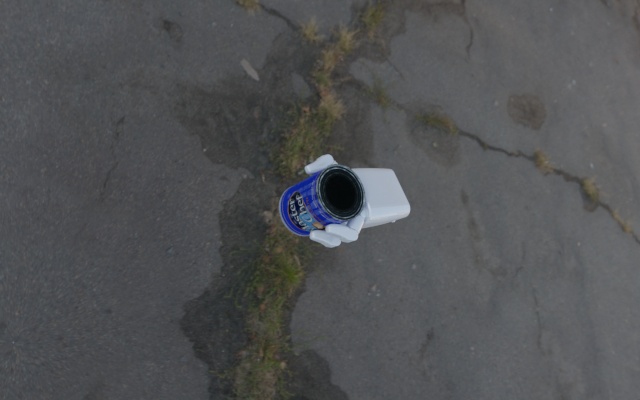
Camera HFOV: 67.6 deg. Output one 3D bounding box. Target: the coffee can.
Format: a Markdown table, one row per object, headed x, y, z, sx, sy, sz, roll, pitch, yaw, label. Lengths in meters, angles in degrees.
| x | y | z | sx | sy | sz | roll | pitch | yaw | label |
| --- | --- | --- | --- | --- | --- | --- | --- | --- | --- |
| 0.000 | 0.003 | 0.879 | 0.103 | 0.102 | 0.140 | 0 | -14 | -33 | coffee can |
